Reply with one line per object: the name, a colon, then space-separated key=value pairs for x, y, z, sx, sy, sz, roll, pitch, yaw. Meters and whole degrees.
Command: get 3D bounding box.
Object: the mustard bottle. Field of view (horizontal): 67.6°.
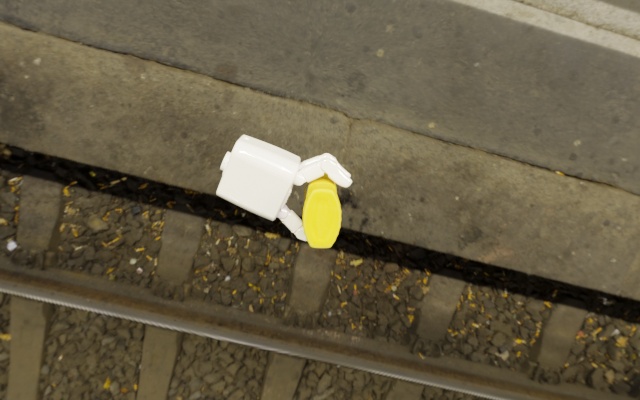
mustard bottle: x=0.000 y=0.003 z=0.793 sx=0.058 sy=0.096 sz=0.191 roll=0 pitch=16 yaw=-1
